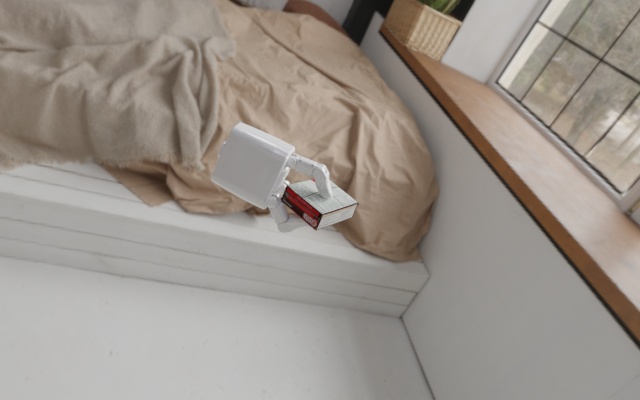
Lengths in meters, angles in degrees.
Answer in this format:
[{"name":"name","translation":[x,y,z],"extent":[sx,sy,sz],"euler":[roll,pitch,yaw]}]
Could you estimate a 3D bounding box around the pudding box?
[{"name":"pudding box","translation":[0.000,0.003,0.836],"extent":[0.090,0.039,0.113],"euler":[40,34,25]}]
